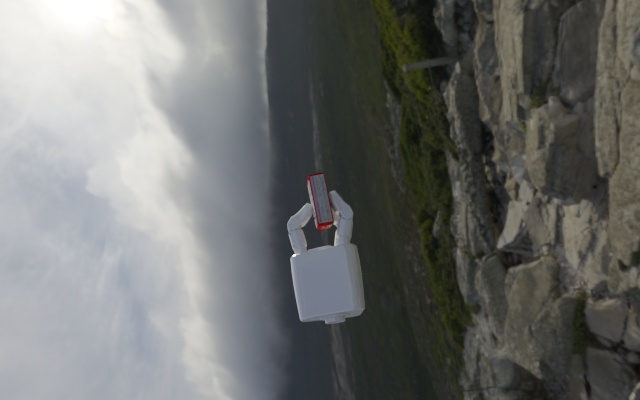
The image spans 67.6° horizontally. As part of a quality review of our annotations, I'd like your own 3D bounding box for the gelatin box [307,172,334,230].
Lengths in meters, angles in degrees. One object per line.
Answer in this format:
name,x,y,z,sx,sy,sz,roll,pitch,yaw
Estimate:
gelatin box,0.000,0.002,0.820,0.030,0.089,0.073,-12,-7,-4
